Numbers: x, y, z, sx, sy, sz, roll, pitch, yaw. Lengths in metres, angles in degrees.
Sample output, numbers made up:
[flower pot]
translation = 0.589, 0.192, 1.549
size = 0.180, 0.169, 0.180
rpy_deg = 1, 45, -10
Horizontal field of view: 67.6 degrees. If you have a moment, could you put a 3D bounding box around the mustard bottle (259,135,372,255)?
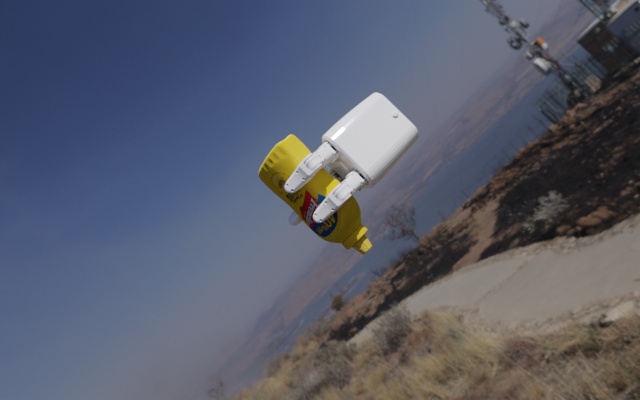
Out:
[mustard bottle]
translation = 0.000, 0.002, 0.677
size = 0.058, 0.191, 0.096
rpy_deg = -42, -4, -39
